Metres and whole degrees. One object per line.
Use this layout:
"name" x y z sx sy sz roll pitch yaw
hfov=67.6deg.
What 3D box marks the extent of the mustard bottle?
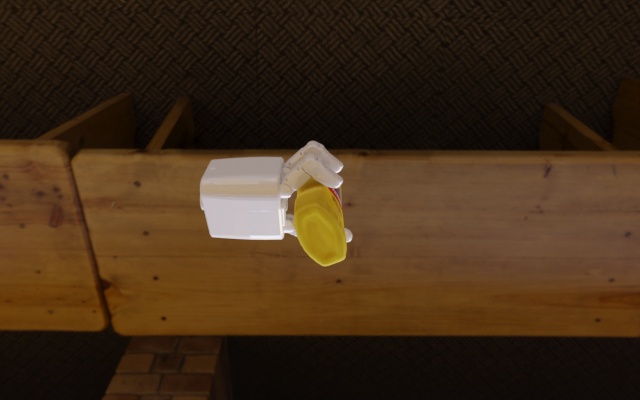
"mustard bottle" 0.000 0.002 0.679 0.058 0.096 0.191 -23 25 11
